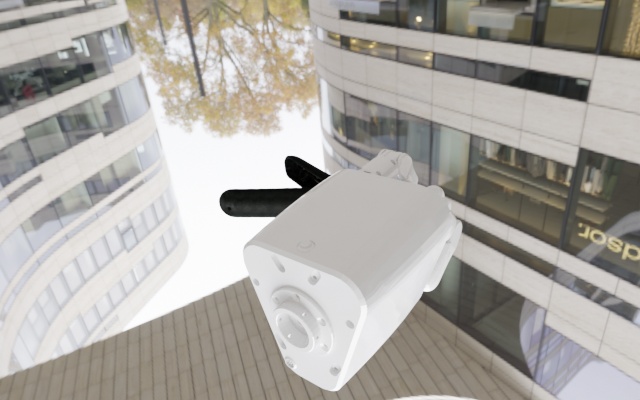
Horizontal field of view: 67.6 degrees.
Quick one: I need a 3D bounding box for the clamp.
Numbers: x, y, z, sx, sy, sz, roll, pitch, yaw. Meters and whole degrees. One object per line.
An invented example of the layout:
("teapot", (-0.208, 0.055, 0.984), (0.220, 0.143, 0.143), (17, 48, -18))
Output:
("clamp", (0.000, 0.002, 0.420), (0.171, 0.039, 0.120), (16, 35, 34))
